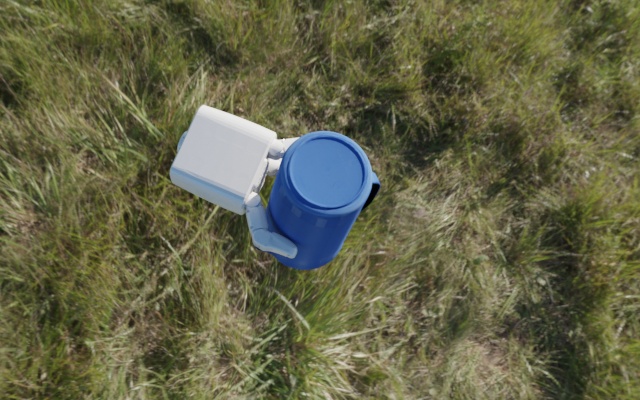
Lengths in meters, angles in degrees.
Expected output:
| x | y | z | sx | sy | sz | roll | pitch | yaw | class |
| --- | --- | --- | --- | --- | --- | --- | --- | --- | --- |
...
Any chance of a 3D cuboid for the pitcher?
| x | y | z | sx | sy | sz | roll | pitch | yaw | class |
| --- | --- | --- | --- | --- | --- | --- | --- | --- | --- |
| 0.000 | 0.002 | 0.648 | 0.145 | 0.149 | 0.243 | 24 | -21 | 0 | pitcher |
